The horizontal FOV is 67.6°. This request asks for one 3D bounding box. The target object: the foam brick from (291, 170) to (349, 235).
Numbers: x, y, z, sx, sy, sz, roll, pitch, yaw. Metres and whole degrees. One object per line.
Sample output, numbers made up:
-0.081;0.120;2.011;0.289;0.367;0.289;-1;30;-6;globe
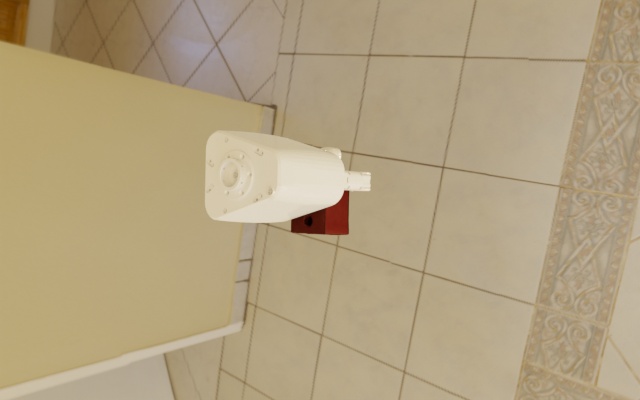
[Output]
0.000;0.002;0.570;0.053;0.078;0.051;1;0;36;foam brick
